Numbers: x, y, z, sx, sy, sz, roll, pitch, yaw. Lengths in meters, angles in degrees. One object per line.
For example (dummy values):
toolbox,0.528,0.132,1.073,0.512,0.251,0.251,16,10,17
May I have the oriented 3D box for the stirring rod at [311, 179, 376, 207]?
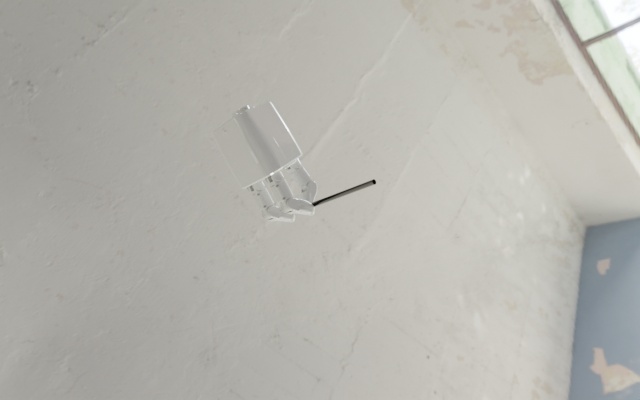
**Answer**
stirring rod,0.000,0.002,0.770,0.011,0.011,0.239,0,-14,-41
